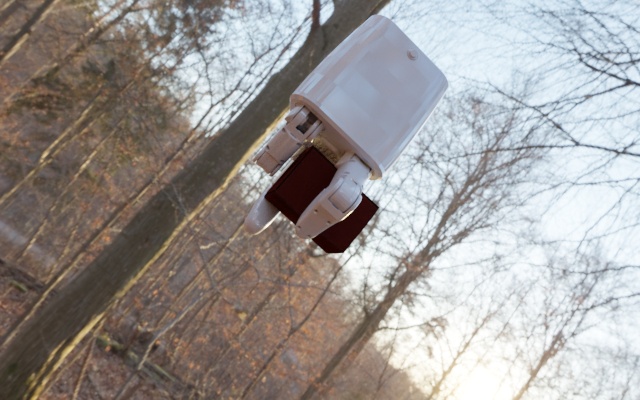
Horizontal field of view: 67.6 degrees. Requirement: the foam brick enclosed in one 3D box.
[{"bbox_3d":[0.000,0.002,0.405,0.078,0.051,0.053,43,-14,-9],"label":"foam brick"}]
